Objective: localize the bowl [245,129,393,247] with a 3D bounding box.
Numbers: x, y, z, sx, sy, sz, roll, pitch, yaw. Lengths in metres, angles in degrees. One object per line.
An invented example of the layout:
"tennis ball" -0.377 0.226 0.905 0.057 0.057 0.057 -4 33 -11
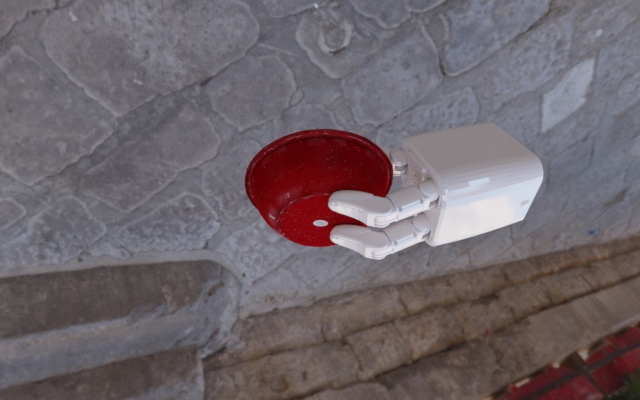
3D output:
"bowl" -0.001 0.002 0.504 0.162 0.055 0.162 -2 -39 -2
